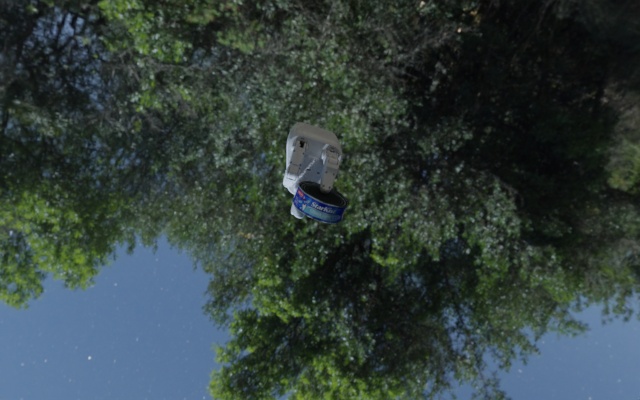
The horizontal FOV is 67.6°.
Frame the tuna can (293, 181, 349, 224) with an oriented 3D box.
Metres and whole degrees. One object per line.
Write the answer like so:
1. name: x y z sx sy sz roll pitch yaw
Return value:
1. tuna can: 0.000 0.003 0.766 0.086 0.034 0.086 20 18 -7
